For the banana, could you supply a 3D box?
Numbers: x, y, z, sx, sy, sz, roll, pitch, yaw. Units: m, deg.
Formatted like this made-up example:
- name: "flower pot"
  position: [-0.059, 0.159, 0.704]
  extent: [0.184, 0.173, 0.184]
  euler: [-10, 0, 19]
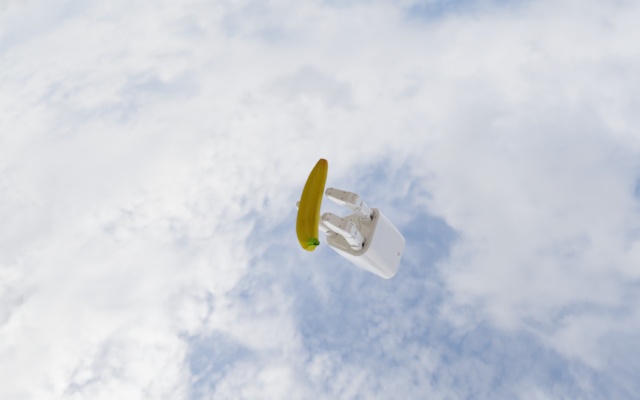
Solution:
- name: "banana"
  position: [-0.012, 0.015, 0.795]
  extent: [0.037, 0.197, 0.070]
  euler: [30, -49, -25]
